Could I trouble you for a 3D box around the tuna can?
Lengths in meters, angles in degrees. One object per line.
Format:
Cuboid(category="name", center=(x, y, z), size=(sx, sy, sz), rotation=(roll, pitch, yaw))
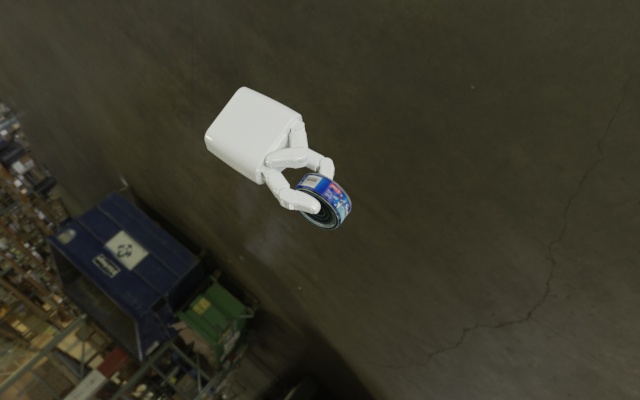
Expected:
Cuboid(category="tuna can", center=(0.000, 0.003, 0.693), size=(0.086, 0.086, 0.033), rotation=(0, 43, 48))
